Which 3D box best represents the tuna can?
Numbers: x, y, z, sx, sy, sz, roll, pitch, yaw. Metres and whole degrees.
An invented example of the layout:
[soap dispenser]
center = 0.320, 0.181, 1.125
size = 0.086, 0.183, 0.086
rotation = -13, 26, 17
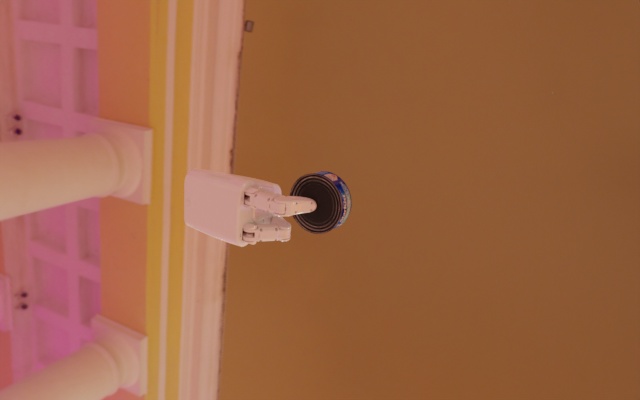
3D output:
[tuna can]
center = 0.000, 0.002, 0.673
size = 0.086, 0.086, 0.033
rotation = 0, 10, 31
